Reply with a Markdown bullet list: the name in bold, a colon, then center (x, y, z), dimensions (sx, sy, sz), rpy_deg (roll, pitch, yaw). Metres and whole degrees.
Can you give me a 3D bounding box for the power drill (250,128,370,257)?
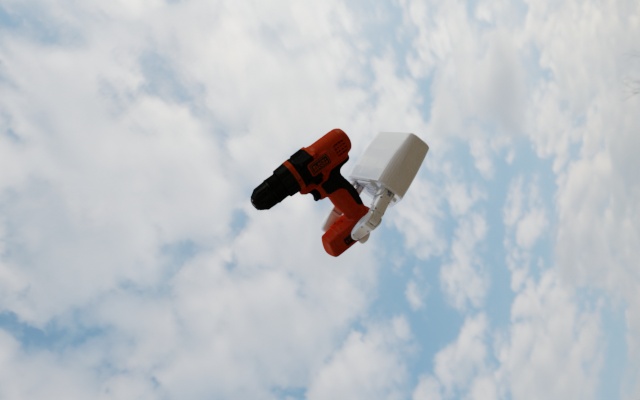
- **power drill**: center (0.001, 0.003, 0.775), dimensions (0.184, 0.188, 0.057), rpy_deg (-37, 33, -8)
